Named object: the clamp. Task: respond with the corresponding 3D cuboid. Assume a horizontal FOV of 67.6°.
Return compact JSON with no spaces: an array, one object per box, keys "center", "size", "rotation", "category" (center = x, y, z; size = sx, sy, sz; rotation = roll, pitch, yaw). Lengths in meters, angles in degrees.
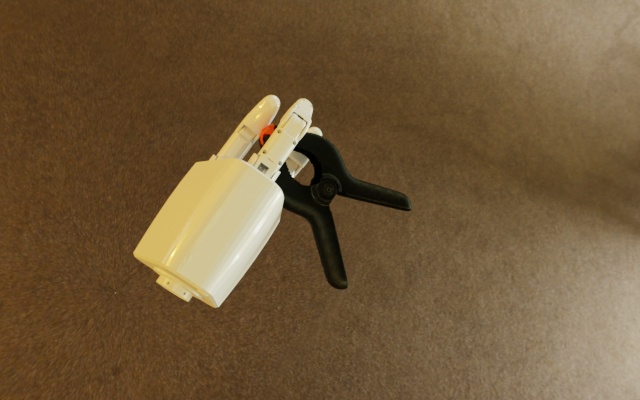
[{"center":[0.000,0.001,0.463],"size":[0.171,0.120,0.039],"rotation":[37,-20,-13],"category":"clamp"}]
